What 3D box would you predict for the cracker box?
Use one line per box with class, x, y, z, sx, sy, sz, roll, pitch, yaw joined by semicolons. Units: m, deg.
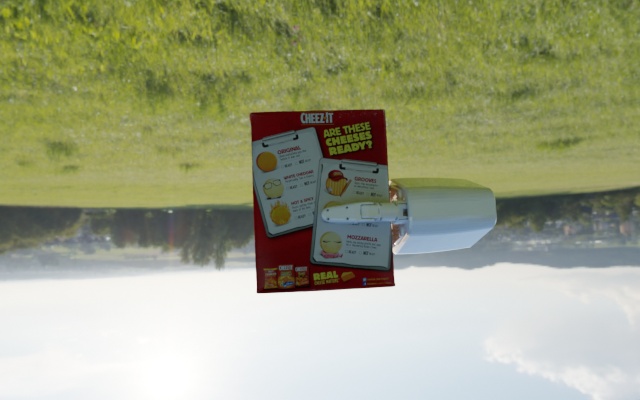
cracker box;0.000;0.002;0.588;0.164;0.213;0.072;-2;-6;-6
